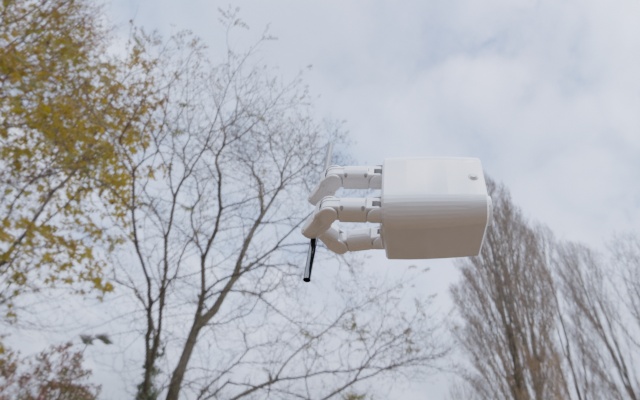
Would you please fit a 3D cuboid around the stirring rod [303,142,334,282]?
[{"bbox_3d":[0.000,0.002,0.580,0.011,0.011,0.239,0,42,9],"label":"stirring rod"}]
